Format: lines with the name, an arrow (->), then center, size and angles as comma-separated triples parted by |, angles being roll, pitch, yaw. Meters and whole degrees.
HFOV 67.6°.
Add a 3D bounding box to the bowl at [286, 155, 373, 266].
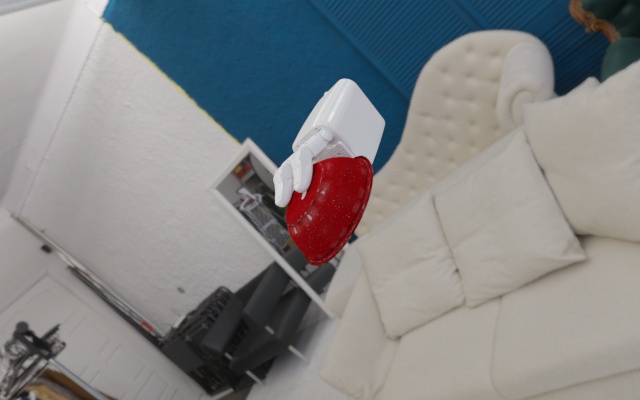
bowl -> 0.000, 0.003, 0.630 | 0.055, 0.162, 0.162 | 26, -10, -21
